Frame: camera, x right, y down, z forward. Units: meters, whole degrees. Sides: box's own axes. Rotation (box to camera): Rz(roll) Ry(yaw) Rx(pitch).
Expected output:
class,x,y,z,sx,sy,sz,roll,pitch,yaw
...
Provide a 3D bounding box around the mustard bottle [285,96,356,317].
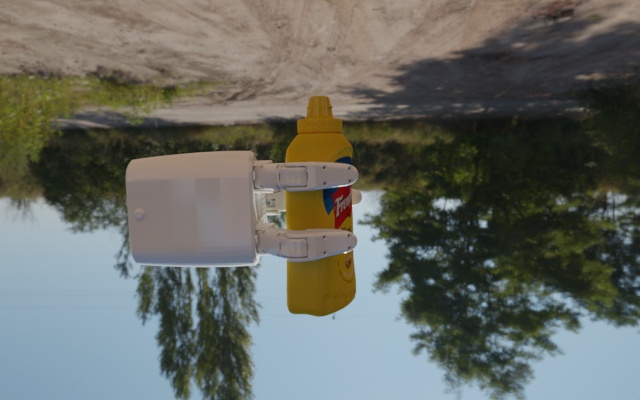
class,x,y,z,sx,sy,sz,roll,pitch,yaw
mustard bottle,0.000,0.002,0.441,0.058,0.191,0.096,1,5,23
